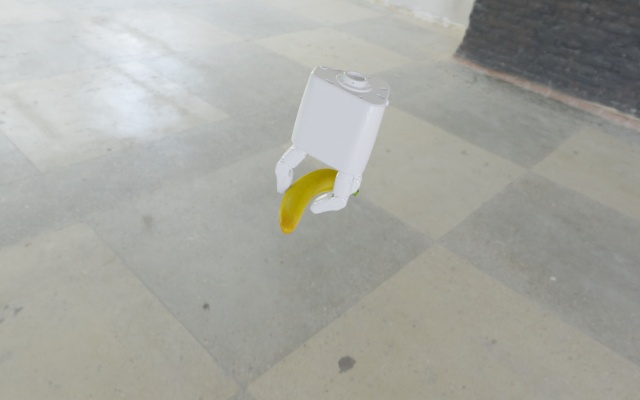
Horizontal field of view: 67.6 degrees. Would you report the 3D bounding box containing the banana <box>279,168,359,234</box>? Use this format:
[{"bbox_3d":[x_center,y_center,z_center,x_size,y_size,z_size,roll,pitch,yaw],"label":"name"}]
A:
[{"bbox_3d":[-0.011,-0.011,0.744,0.069,0.037,0.197,42,39,17],"label":"banana"}]
